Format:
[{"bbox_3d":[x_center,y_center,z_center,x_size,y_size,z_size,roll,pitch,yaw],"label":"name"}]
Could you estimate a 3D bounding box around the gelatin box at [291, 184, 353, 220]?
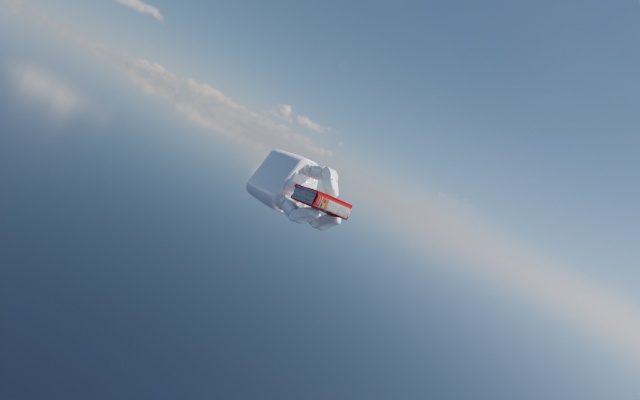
[{"bbox_3d":[0.000,0.002,0.811,0.073,0.030,0.089,23,-3,-29],"label":"gelatin box"}]
